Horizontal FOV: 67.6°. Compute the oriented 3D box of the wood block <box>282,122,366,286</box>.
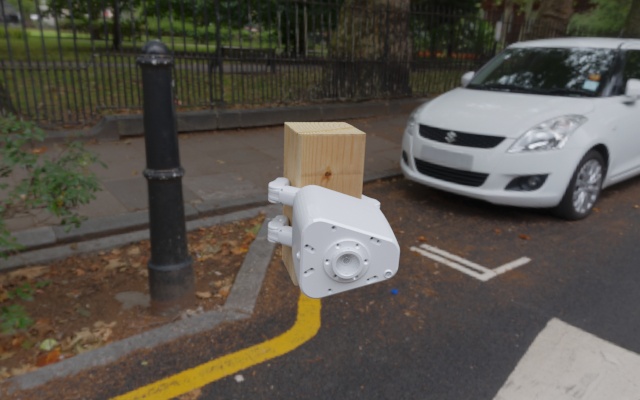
[{"bbox_3d":[0.001,0.002,0.659,0.091,0.206,0.090,-3,19,-16],"label":"wood block"}]
